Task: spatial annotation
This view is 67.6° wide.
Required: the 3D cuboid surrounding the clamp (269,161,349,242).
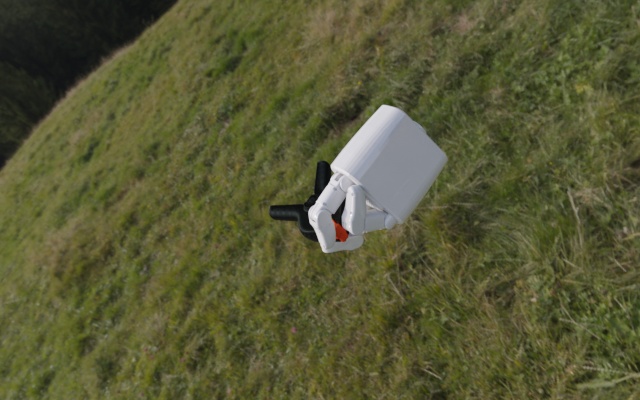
[{"bbox_3d":[0.000,0.002,0.682,0.039,0.120,0.171,41,-6,-37],"label":"clamp"}]
